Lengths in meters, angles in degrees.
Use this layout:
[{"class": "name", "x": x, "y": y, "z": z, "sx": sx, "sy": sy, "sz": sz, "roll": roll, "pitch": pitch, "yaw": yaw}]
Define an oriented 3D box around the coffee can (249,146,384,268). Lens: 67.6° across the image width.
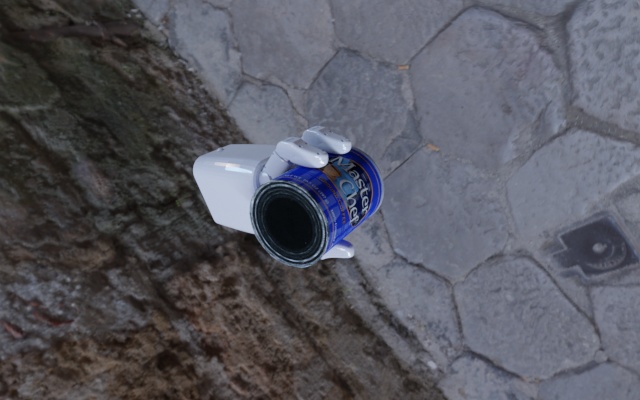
[{"class": "coffee can", "x": 0.000, "y": 0.002, "z": 0.564, "sx": 0.103, "sy": 0.103, "sz": 0.140, "roll": 0, "pitch": 20, "yaw": 33}]
